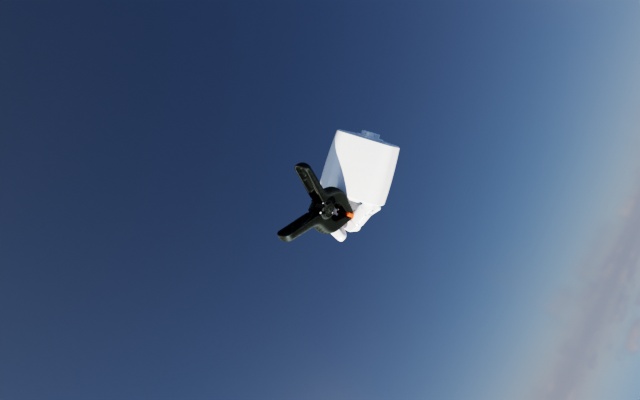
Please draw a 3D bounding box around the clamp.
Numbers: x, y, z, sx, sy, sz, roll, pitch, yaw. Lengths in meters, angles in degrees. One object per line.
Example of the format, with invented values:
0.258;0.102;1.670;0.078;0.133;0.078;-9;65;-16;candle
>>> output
0.001;0.003;0.766;0.039;0.120;0.171;21;13;33;clamp
